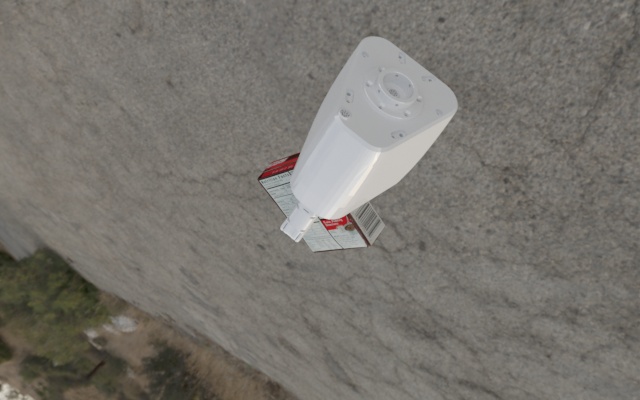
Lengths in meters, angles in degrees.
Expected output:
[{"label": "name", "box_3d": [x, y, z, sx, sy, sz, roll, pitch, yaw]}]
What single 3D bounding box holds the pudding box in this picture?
[{"label": "pudding box", "box_3d": [0.000, 0.002, 0.498, 0.090, 0.113, 0.039, -11, 30, 47]}]
